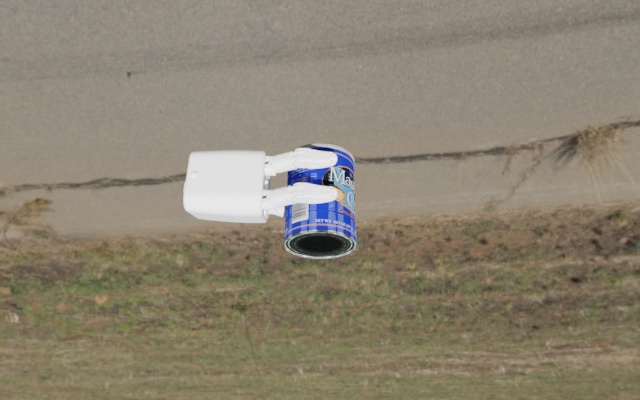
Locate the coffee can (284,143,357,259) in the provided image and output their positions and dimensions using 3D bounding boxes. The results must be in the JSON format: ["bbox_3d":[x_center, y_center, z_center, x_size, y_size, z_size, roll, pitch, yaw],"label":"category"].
[{"bbox_3d":[0.000,0.002,0.700,0.103,0.140,0.103,0,-27,0],"label":"coffee can"}]
